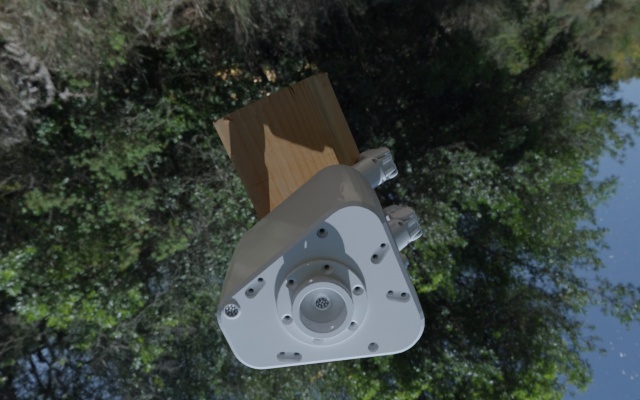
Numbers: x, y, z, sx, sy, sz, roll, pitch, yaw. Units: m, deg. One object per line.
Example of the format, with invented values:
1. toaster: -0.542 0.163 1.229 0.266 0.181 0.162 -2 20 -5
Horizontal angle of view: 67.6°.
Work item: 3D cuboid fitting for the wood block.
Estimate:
1. wood block: 0.000 0.002 0.429 0.091 0.206 0.090 -21 13 14
